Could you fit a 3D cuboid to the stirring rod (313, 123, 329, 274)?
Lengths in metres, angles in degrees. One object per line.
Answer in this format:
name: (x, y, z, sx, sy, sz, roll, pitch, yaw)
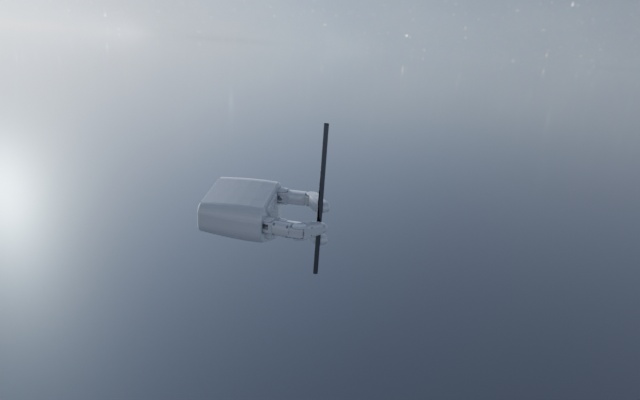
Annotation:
stirring rod: (0.000, 0.002, 0.730, 0.011, 0.240, 0.011, 4, 18, -1)
